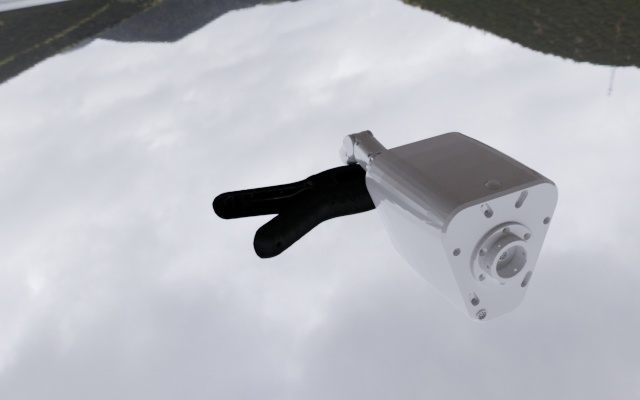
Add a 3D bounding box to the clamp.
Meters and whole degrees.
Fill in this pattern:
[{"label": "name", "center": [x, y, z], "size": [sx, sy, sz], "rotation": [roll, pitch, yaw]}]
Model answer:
[{"label": "clamp", "center": [0.000, 0.002, 0.405], "size": [0.171, 0.039, 0.120], "rotation": [-17, 28, -14]}]
